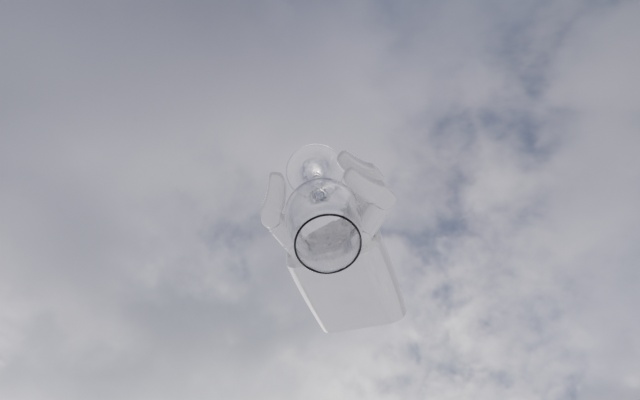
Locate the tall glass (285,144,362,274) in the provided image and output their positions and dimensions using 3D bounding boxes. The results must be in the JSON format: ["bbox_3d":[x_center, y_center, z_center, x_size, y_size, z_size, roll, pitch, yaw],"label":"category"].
[{"bbox_3d":[0.000,0.001,0.520,0.079,0.079,0.201,0,23,-4],"label":"tall glass"}]
